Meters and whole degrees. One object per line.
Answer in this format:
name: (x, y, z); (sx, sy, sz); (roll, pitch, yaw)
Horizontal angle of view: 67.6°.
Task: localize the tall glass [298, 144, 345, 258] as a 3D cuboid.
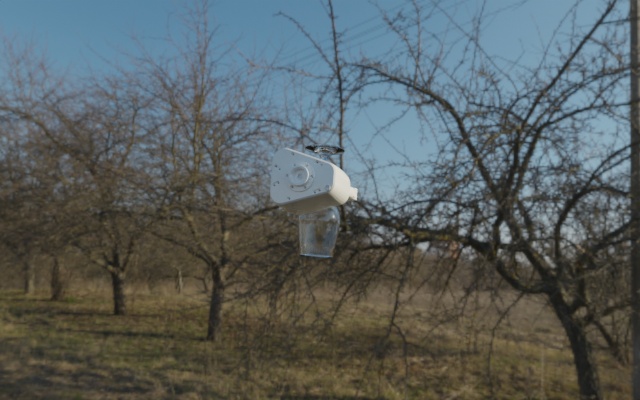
tall glass: (0.000, 0.002, 0.876); (0.079, 0.201, 0.079); (5, -7, 1)
